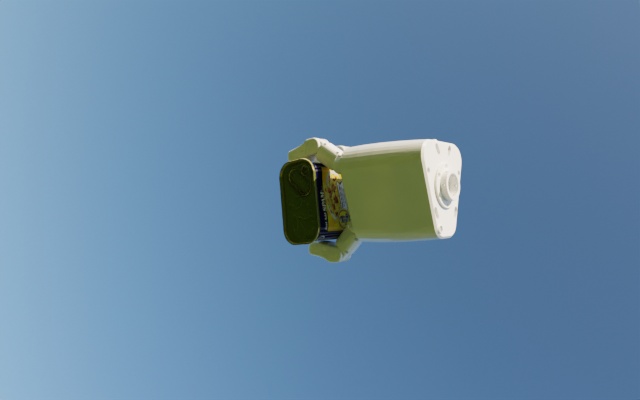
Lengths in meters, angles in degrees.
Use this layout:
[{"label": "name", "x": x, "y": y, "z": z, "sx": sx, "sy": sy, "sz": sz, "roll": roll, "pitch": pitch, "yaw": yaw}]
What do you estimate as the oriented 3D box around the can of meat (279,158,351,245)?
[{"label": "can of meat", "x": 0.000, "y": 0.002, "z": 0.599, "sx": 0.057, "sy": 0.102, "sz": 0.084, "roll": -9, "pitch": -6, "yaw": 41}]
